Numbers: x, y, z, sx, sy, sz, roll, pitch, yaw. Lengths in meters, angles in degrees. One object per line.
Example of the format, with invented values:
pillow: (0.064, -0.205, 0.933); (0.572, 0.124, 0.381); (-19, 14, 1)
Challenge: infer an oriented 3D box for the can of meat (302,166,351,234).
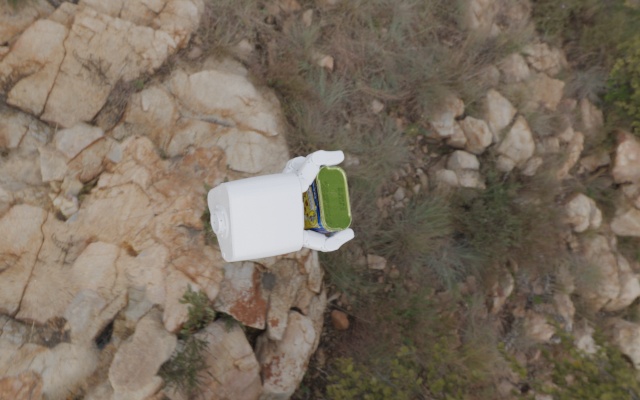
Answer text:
can of meat: (0.000, 0.002, 0.728); (0.057, 0.102, 0.084); (-5, -6, -31)
